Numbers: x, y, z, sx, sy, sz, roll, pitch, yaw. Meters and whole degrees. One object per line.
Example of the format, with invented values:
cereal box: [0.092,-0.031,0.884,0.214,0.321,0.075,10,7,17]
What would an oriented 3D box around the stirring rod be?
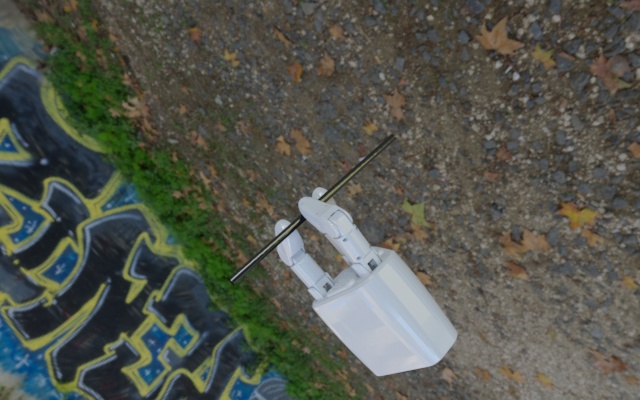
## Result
stirring rod: [0.000,0.002,0.486,0.239,0.011,0.011,-42,20,-24]
